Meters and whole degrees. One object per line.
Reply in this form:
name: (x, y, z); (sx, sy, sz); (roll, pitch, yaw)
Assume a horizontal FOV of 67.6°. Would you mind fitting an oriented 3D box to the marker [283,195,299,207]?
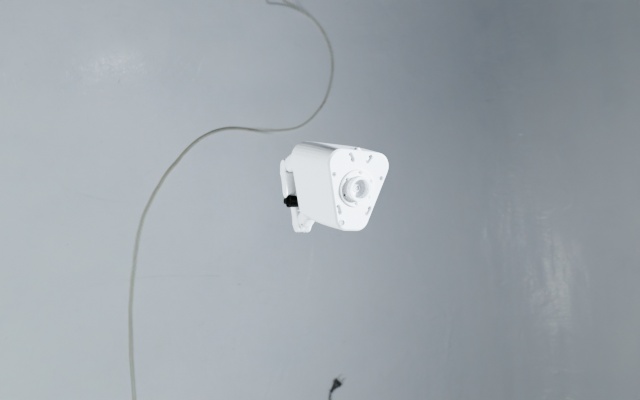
marker: (0.000, 0.002, 0.734); (0.121, 0.020, 0.020); (2, -1, -28)
